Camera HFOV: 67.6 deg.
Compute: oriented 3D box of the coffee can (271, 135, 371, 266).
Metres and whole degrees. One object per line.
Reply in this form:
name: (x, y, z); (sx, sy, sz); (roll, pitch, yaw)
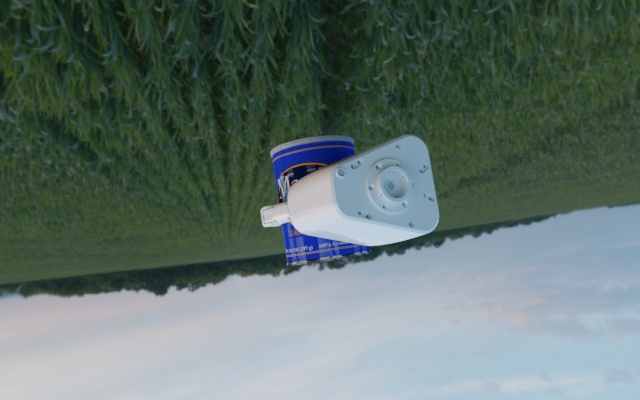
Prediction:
coffee can: (0.000, 0.002, 0.578); (0.103, 0.140, 0.103); (-9, -6, -1)
